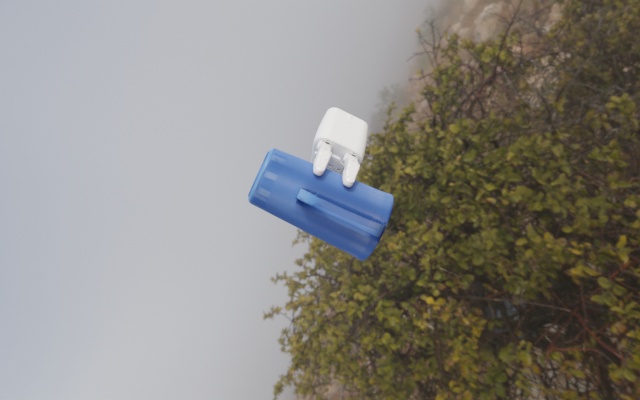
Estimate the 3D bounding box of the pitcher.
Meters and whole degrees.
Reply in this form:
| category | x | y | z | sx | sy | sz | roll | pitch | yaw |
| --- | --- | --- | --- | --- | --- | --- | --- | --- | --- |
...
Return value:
| category | x | y | z | sx | sy | sz | roll | pitch | yaw |
| --- | --- | --- | --- | --- | --- | --- | --- | --- | --- |
| pitcher | 0.000 | 0.003 | 0.850 | 0.243 | 0.145 | 0.149 | 24 | -42 | -7 |
